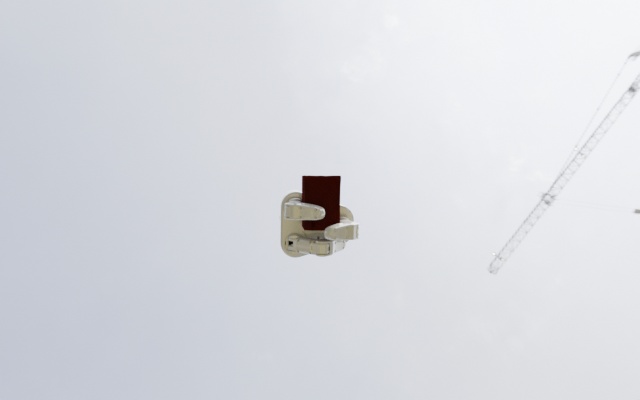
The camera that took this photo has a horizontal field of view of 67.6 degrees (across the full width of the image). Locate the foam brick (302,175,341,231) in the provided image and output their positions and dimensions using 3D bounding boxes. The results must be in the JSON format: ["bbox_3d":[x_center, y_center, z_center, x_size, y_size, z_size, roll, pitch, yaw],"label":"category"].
[{"bbox_3d":[0.000,0.002,0.680,0.053,0.078,0.051,1,5,-5],"label":"foam brick"}]
